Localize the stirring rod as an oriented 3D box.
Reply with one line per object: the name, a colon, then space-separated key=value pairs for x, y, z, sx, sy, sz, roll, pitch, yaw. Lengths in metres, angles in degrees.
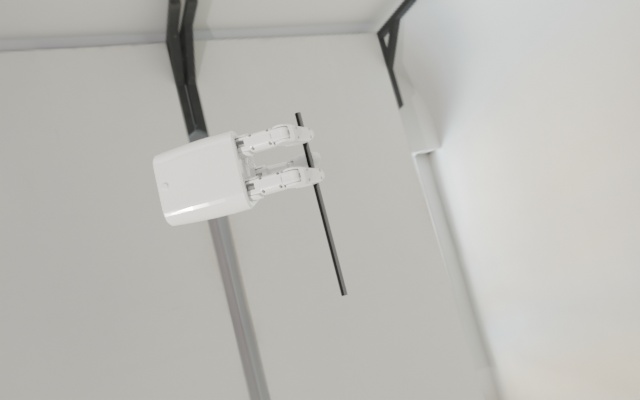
stirring rod: x=0.000 y=0.002 z=0.607 sx=0.011 sy=0.239 sz=0.011 roll=-14 pitch=-7 yaw=-2
